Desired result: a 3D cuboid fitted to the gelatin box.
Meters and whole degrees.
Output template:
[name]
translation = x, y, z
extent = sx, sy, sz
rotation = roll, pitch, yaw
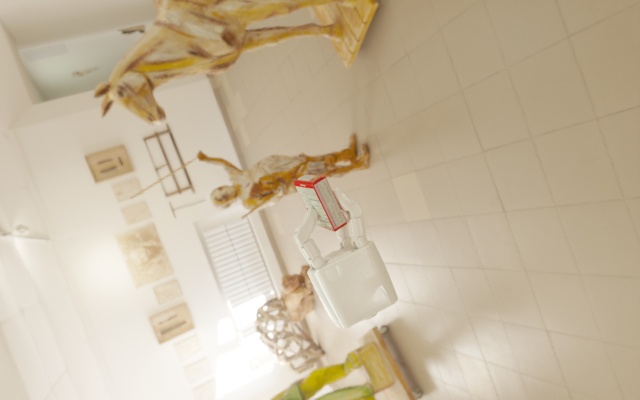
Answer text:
[gelatin box]
translation = 0.000, 0.002, 0.773
extent = 0.030, 0.089, 0.073
rotation = -33, 19, -20
